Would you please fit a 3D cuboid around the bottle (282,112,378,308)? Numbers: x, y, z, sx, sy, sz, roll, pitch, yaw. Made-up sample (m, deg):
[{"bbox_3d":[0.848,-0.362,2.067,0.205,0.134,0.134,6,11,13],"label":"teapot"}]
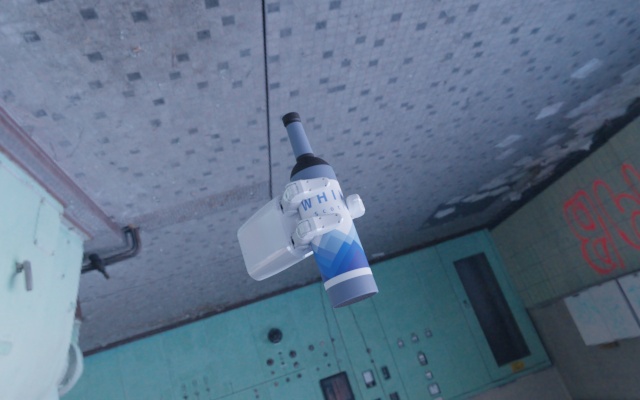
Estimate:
[{"bbox_3d":[0.000,0.002,0.686,0.069,0.295,0.069,-17,-19,-6],"label":"bottle"}]
